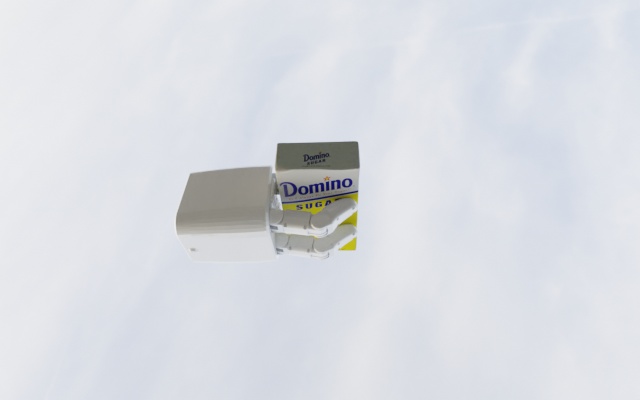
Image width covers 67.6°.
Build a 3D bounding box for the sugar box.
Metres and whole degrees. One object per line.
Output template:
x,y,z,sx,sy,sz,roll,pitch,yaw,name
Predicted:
0.000,0.002,0.582,0.093,0.048,0.176,-1,-33,3,sugar box
